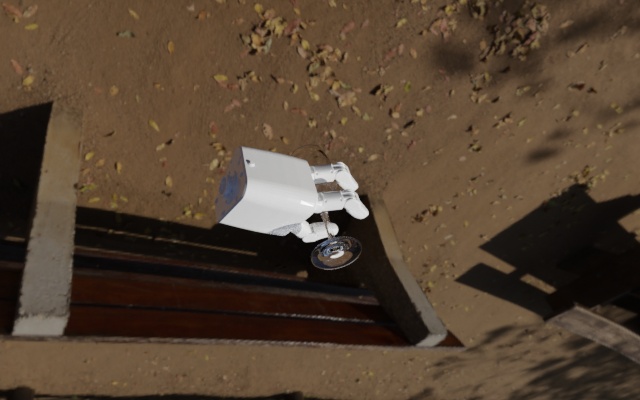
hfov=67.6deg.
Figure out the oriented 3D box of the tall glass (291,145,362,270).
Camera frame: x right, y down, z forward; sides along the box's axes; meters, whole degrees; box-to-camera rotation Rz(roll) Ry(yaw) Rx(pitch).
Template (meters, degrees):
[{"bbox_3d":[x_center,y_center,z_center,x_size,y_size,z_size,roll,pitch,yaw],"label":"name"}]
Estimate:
[{"bbox_3d":[0.000,0.003,0.731,0.079,0.201,0.079,-10,-41,-8],"label":"tall glass"}]
